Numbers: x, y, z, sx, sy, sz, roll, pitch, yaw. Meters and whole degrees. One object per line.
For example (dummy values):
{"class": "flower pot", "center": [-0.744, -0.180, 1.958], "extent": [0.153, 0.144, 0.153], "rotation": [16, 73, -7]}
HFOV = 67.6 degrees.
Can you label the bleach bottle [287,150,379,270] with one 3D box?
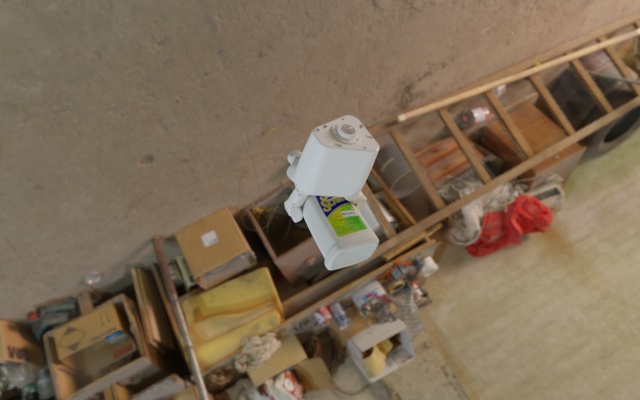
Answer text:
{"class": "bleach bottle", "center": [0.000, 0.003, 0.869], "extent": [0.102, 0.250, 0.068], "rotation": [-11, -37, -32]}
